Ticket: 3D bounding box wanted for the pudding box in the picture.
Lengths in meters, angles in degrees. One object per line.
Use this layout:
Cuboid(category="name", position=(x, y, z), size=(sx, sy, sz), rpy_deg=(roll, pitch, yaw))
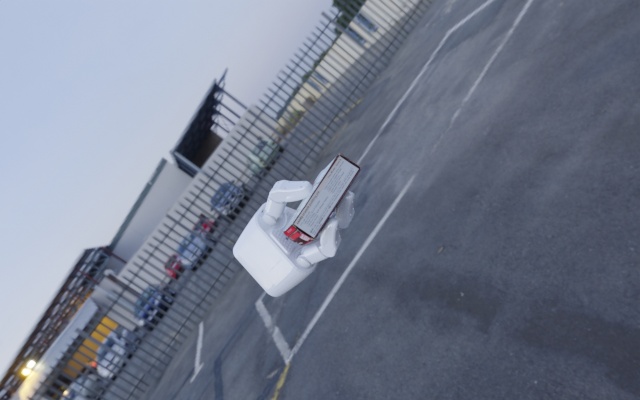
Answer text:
Cuboid(category="pudding box", position=(0.000, 0.002, 0.619), size=(0.039, 0.113, 0.090), rpy_deg=(33, -14, -5))
